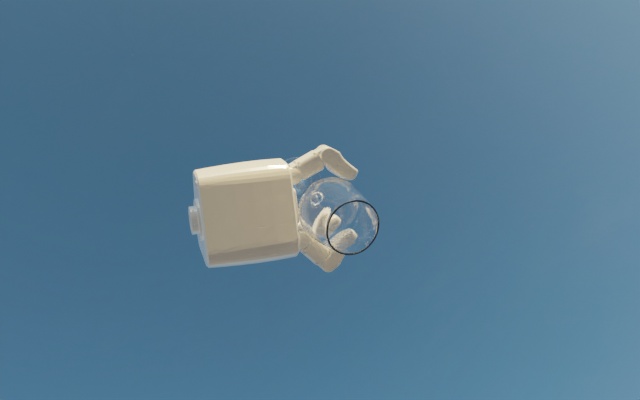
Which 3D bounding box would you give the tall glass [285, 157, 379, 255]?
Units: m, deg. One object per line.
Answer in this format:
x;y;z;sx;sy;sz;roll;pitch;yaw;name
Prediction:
0.000;0.002;0.590;0.079;0.079;0.201;0;16;-22;tall glass
